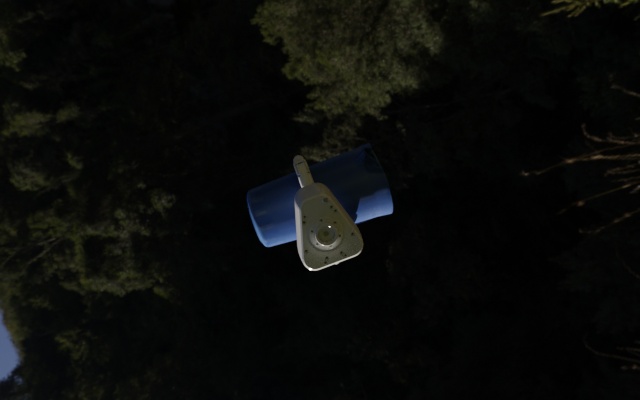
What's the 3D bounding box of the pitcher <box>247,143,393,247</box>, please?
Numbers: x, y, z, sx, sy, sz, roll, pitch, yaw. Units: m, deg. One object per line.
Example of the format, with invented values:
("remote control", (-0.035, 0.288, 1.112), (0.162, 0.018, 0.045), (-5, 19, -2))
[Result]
("pitcher", (0.000, 0.003, 0.860), (0.243, 0.149, 0.145), (-18, 10, -2))
